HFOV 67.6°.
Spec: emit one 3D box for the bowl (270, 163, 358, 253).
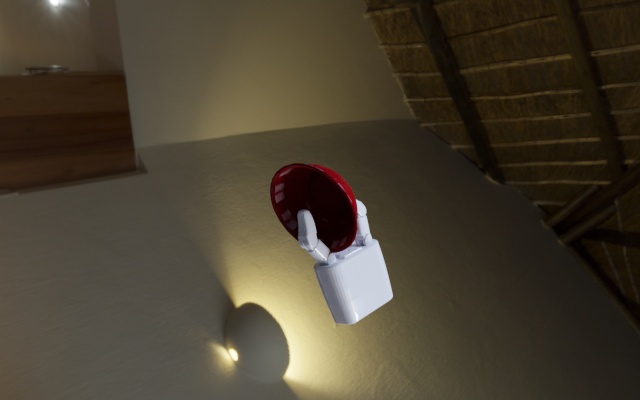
[{"bbox_3d":[0.000,0.001,0.754,0.162,0.162,0.055,0,30,38],"label":"bowl"}]
